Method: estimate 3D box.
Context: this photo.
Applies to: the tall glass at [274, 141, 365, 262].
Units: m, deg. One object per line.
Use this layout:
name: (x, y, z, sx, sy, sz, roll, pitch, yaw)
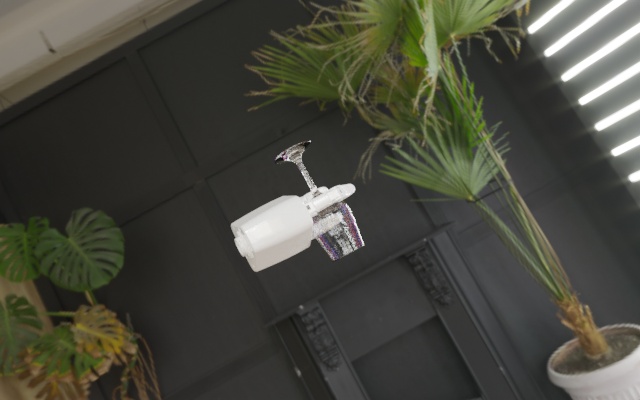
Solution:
tall glass: (0.000, 0.002, 0.814, 0.079, 0.201, 0.079, -29, -7, -4)
